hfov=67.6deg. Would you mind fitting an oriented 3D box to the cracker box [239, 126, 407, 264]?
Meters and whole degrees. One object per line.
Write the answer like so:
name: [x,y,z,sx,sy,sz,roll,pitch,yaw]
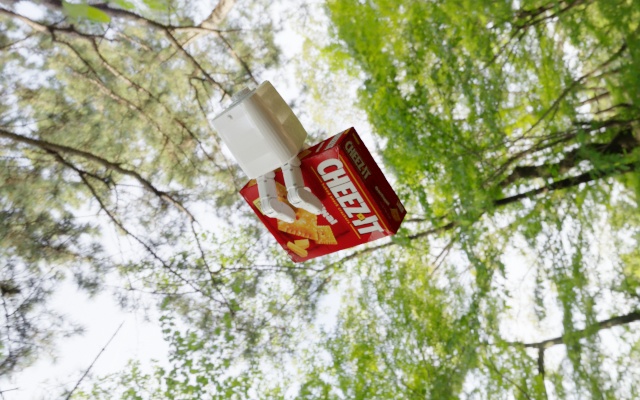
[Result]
cracker box: [0.000,0.002,0.754,0.214,0.164,0.072,-21,23,37]
